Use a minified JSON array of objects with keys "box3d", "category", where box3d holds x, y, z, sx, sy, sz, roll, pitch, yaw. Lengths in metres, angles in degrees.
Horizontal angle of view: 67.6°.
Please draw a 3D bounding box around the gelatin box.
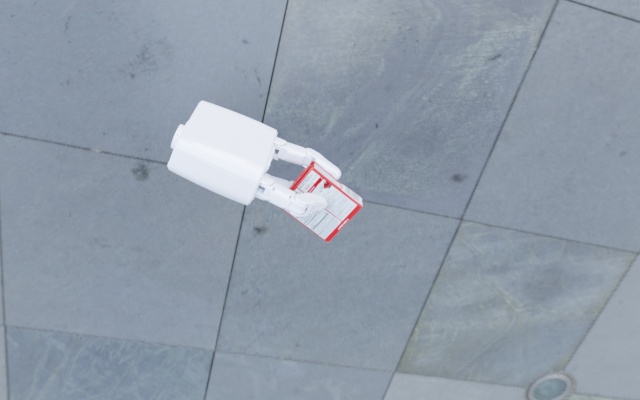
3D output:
[{"box3d":[0.000,0.002,0.638,0.089,0.073,0.030,37,21,-12],"category":"gelatin box"}]
